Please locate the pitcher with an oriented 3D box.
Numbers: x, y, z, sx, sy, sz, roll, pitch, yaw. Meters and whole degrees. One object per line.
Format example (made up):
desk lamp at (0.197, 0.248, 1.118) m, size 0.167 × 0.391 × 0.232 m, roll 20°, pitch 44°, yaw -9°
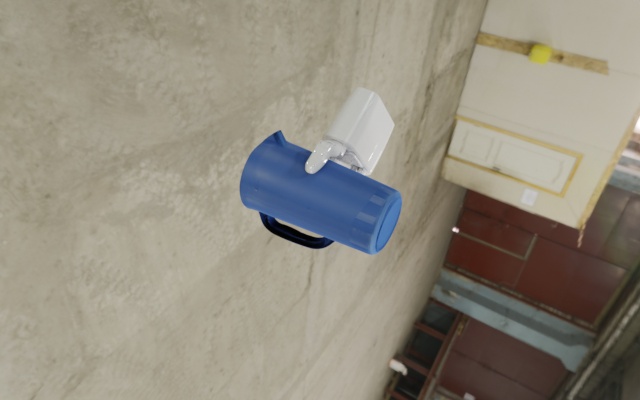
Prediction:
pitcher at (0.000, 0.002, 0.776) m, size 0.243 × 0.145 × 0.149 m, roll 23°, pitch -14°, yaw 21°
